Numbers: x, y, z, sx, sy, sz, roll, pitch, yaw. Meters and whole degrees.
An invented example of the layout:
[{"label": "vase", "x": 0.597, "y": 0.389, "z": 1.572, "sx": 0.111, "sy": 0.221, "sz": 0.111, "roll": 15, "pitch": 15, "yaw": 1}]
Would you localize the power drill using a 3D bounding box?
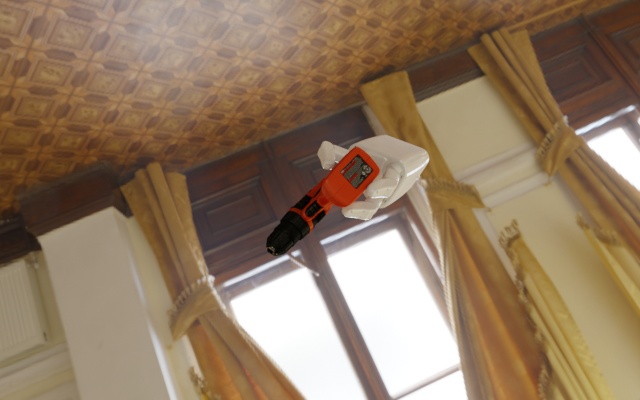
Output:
[{"label": "power drill", "x": 0.001, "y": 0.002, "z": 0.760, "sx": 0.184, "sy": 0.057, "sz": 0.188, "roll": -49, "pitch": 7, "yaw": -33}]
